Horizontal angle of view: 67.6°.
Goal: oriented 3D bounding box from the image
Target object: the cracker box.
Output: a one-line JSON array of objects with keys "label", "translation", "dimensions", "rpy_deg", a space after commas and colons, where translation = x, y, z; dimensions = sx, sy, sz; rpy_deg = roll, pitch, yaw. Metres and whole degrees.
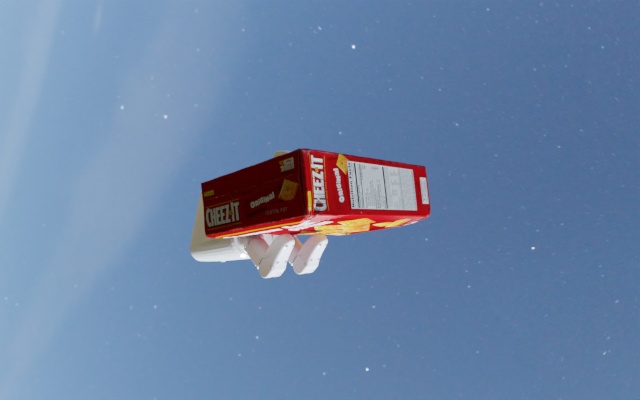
[{"label": "cracker box", "translation": [0.000, 0.002, 0.549], "dimensions": [0.164, 0.072, 0.214], "rpy_deg": [-14, -11, 42]}]
